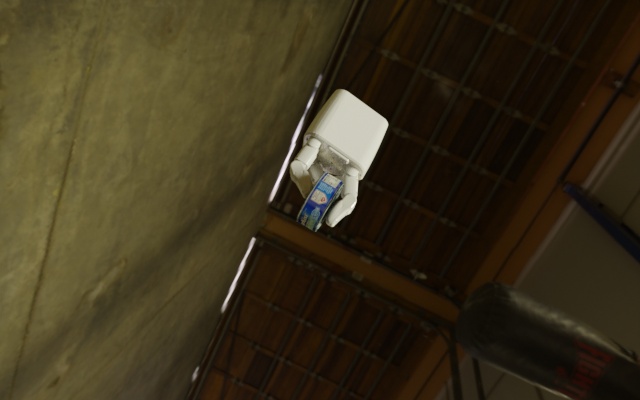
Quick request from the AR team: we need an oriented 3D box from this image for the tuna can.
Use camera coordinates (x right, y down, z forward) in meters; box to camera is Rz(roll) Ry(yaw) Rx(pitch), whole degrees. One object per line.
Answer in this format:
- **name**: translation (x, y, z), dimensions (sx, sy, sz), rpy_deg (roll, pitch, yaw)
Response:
- **tuna can**: translation (0.001, 0.003, 0.702), dimensions (0.034, 0.086, 0.086), rpy_deg (31, 3, 5)
